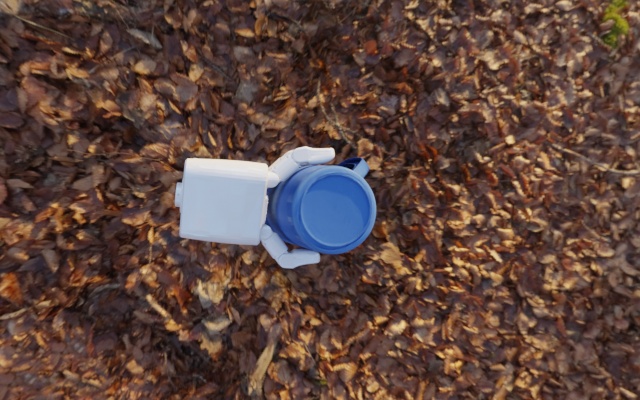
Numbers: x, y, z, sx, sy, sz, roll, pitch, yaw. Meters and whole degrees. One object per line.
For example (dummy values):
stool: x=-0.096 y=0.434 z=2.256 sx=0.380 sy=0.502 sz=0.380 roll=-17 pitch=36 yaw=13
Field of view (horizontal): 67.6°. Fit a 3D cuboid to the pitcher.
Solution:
pitcher: x=0.000 y=0.002 z=0.687 sx=0.145 sy=0.149 sz=0.243 roll=5 pitch=0 yaw=-13
